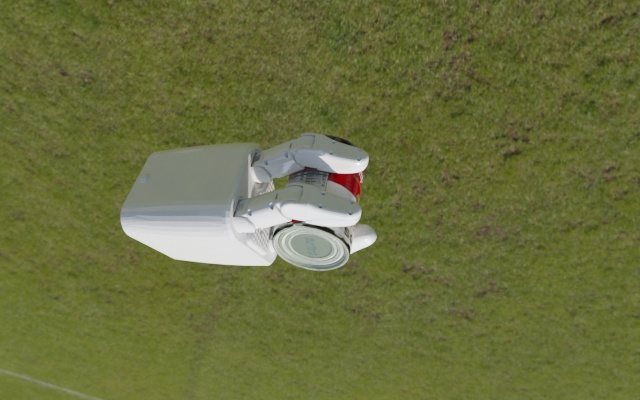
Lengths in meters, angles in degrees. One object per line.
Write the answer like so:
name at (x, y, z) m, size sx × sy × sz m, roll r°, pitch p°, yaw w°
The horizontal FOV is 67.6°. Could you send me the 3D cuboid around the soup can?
soup can at (0.001, 0.002, 0.422) m, size 0.068 × 0.102 × 0.069 m, roll 8°, pitch -38°, yaw 6°
